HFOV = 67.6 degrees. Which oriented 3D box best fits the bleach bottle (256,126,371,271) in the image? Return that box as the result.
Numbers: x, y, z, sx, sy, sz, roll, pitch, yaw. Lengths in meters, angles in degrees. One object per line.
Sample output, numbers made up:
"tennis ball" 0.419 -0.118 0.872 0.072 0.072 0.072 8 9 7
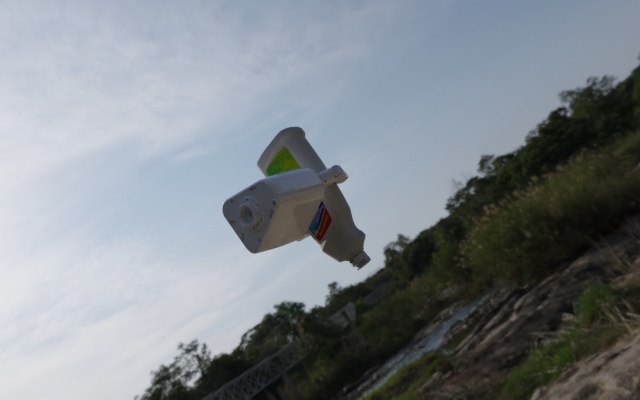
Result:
"bleach bottle" 0.000 0.003 0.788 0.103 0.250 0.068 -47 -17 32
